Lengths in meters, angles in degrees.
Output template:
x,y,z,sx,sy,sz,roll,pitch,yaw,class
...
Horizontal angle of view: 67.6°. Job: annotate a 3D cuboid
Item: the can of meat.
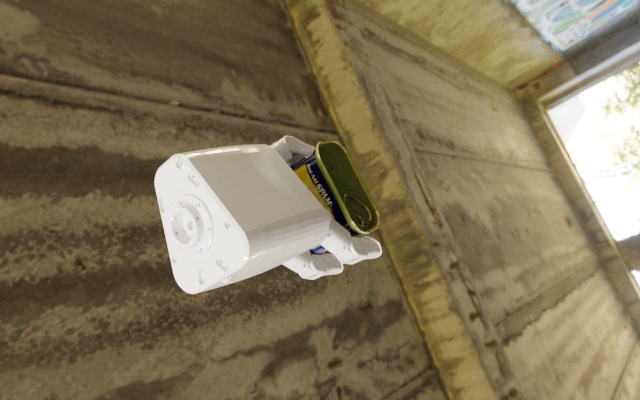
x,y,z,sx,sy,sz,roll,pitch,yaw,class
0.000,0.002,0.498,0.084,0.102,0.057,-30,-6,33,can of meat
